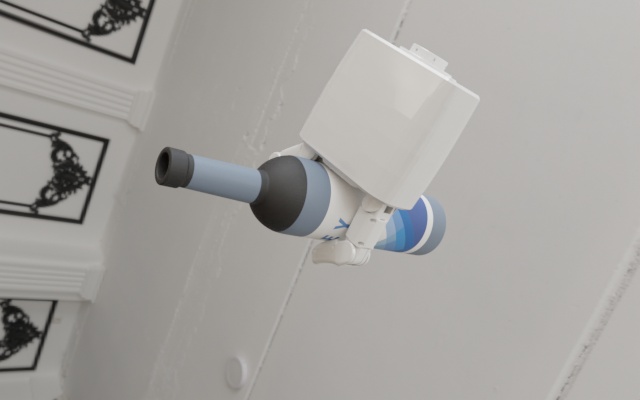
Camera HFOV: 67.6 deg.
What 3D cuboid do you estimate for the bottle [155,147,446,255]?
[{"bbox_3d":[0.000,0.002,0.424,0.296,0.069,0.069,13,-9,-41],"label":"bottle"}]
